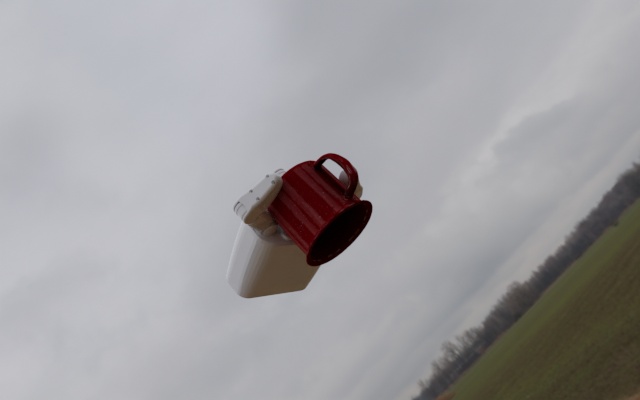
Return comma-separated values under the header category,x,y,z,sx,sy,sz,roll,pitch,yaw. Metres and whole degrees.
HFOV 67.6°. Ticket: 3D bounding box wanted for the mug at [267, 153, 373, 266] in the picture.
category,x,y,z,sx,sy,sz,roll,pitch,yaw
mug,0.000,0.000,0.513,0.093,0.117,0.081,-17,53,-45
